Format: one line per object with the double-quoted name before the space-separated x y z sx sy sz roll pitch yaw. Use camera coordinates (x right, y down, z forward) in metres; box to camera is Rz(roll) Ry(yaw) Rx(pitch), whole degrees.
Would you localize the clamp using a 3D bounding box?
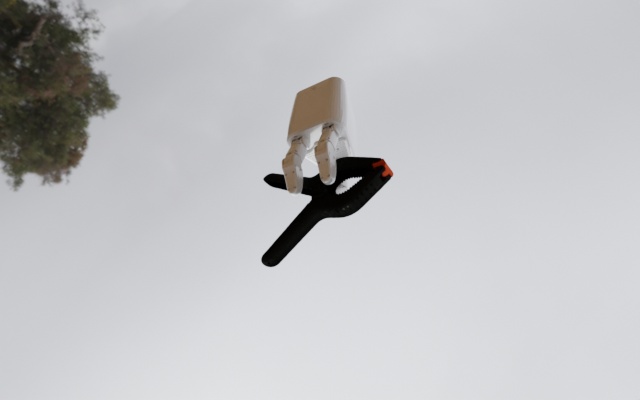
"clamp" 0.001 0.002 0.663 0.210 0.164 0.036 -17 -40 26
